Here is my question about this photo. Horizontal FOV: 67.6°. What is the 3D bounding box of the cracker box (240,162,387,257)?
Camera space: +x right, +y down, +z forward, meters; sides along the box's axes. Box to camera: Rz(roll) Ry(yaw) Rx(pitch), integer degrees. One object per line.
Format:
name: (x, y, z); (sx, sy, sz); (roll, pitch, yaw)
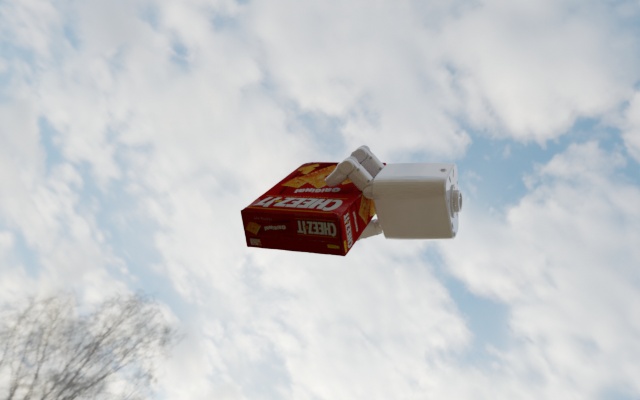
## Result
cracker box: (0.000, 0.003, 0.760); (0.164, 0.072, 0.213); (2, 24, 26)
